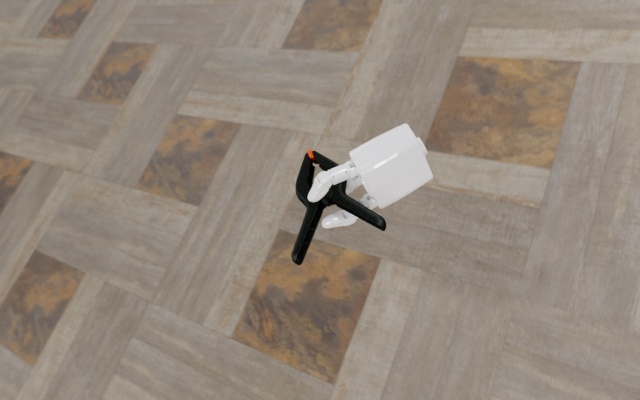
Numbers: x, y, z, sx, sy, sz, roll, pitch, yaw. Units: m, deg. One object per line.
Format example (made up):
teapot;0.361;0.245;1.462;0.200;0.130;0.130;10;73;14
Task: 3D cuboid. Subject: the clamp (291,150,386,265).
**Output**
clamp;0.000;0.002;0.820;0.164;0.209;0.036;-28;-34;5
